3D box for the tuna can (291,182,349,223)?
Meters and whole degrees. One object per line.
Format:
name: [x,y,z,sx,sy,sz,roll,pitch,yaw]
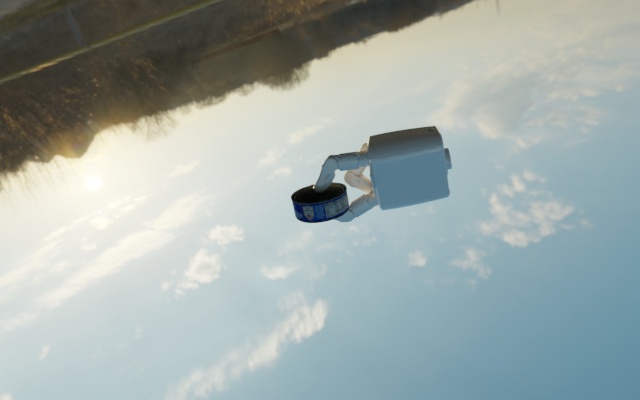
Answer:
tuna can: [0.000,0.003,0.724,0.086,0.034,0.086,-10,20,4]
